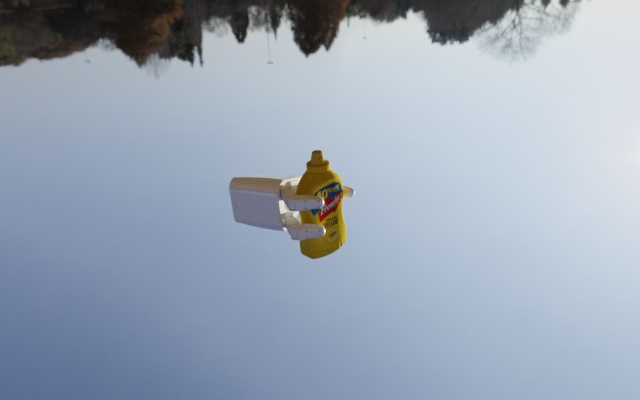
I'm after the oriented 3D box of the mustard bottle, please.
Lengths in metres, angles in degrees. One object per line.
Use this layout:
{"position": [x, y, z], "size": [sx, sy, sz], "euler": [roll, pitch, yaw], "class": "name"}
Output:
{"position": [0.000, 0.003, 0.853], "size": [0.096, 0.192, 0.058], "euler": [-24, 31, -36], "class": "mustard bottle"}
